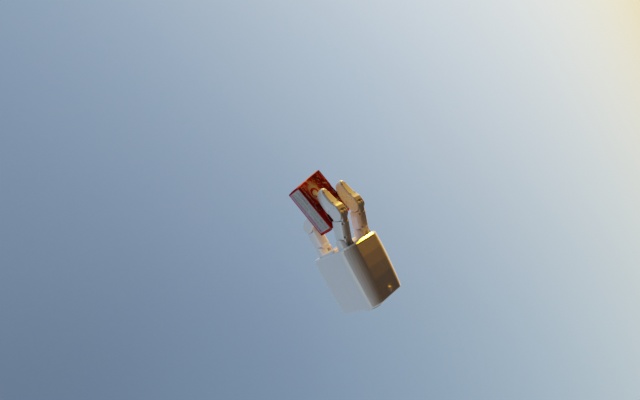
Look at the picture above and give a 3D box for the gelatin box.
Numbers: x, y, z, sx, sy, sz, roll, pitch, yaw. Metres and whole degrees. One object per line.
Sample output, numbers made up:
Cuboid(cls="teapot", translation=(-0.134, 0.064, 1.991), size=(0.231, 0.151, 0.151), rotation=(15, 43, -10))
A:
Cuboid(cls="gelatin box", translation=(0.000, 0.003, 0.795), size=(0.030, 0.089, 0.073), rotation=(-36, 6, 40))
